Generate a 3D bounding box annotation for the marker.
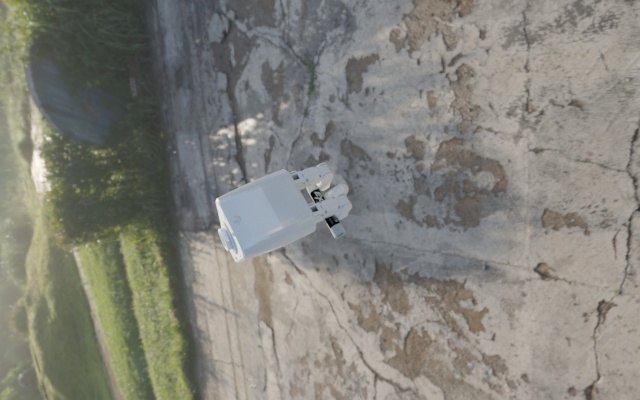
[{"bbox_3d":[0.000,0.002,0.715,0.020,0.121,0.020,-27,-21,-11],"label":"marker"}]
